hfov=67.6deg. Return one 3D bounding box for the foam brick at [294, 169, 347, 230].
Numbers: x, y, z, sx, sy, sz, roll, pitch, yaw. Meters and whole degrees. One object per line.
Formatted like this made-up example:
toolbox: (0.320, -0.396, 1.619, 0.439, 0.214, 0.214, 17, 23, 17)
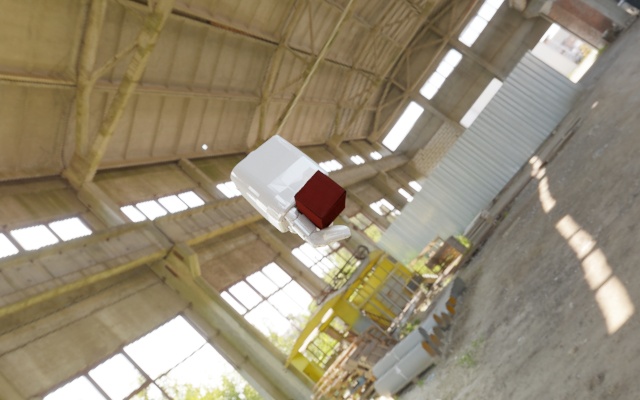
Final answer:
foam brick: (0.000, 0.002, 0.666, 0.051, 0.053, 0.078, 40, -13, 12)
